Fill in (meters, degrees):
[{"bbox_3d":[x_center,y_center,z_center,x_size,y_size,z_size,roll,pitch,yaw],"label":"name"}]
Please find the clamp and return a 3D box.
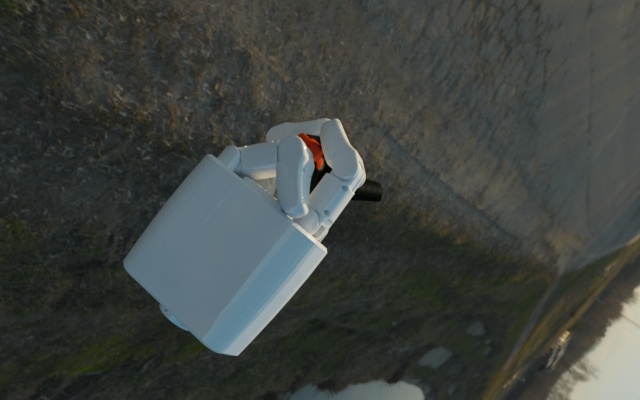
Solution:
[{"bbox_3d":[0.001,0.002,0.454,0.039,0.120,0.171,36,-5,29],"label":"clamp"}]
